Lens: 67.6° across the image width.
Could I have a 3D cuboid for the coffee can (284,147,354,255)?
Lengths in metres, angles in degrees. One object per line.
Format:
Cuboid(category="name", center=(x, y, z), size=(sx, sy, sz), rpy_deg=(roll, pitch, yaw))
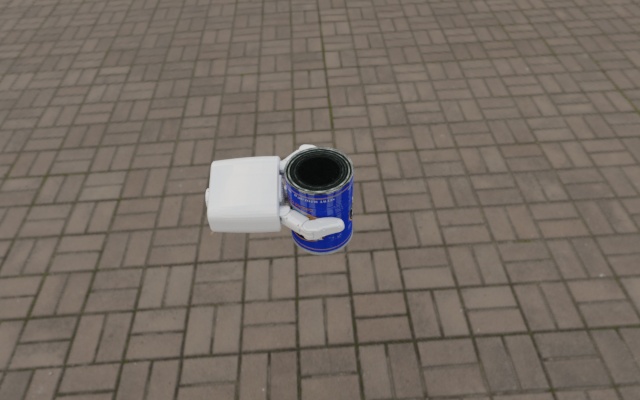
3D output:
Cuboid(category="coffee can", center=(0.000, 0.003, 0.745), size=(0.103, 0.102, 0.140), rpy_deg=(0, -44, 3))
